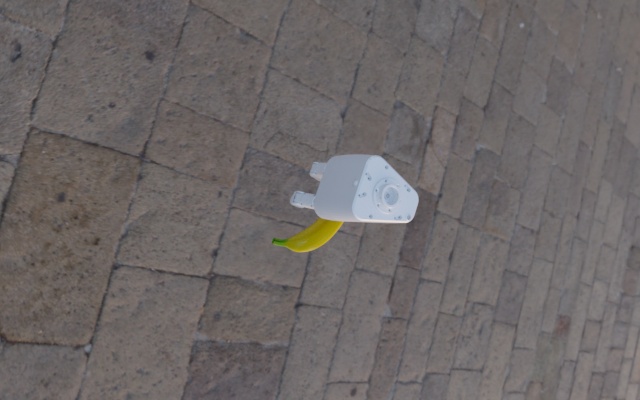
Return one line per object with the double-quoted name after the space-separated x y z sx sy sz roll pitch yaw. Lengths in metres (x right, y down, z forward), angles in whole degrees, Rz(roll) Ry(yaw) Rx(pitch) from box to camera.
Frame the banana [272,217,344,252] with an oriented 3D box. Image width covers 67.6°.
0.011 0.018 0.787 0.069 0.197 0.037 45 -14 -13 "banana"
